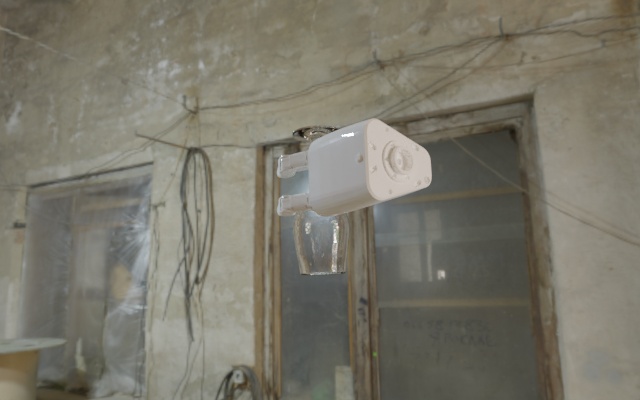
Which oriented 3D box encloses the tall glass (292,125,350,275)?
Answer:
[{"bbox_3d":[0.000,0.002,0.667,0.079,0.201,0.079,-2,-10,0],"label":"tall glass"}]
